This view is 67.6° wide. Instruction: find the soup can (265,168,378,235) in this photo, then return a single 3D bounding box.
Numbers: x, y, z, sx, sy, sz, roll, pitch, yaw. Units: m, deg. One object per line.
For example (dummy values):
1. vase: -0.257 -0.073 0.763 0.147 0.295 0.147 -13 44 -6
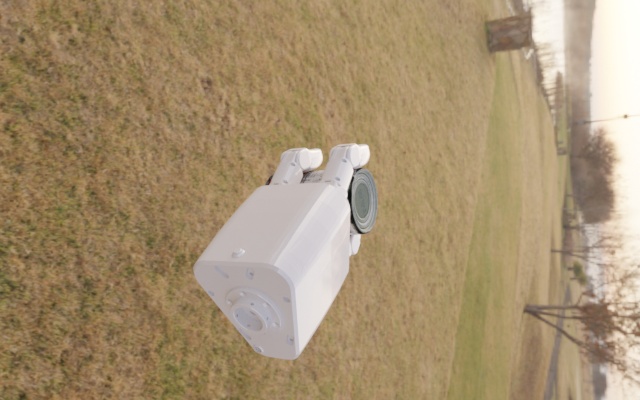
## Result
1. soup can: 0.001 0.001 0.495 0.102 0.068 0.068 -2 -1 29
